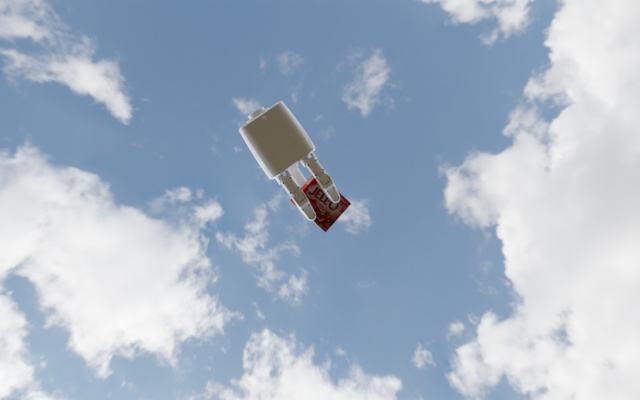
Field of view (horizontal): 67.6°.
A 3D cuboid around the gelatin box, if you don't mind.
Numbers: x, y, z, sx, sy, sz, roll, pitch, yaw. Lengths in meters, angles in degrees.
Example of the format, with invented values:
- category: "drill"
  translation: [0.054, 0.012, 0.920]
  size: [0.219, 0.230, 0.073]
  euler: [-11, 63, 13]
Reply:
- category: "gelatin box"
  translation: [0.000, 0.003, 0.883]
  size: [0.089, 0.073, 0.030]
  euler: [43, -3, -17]
